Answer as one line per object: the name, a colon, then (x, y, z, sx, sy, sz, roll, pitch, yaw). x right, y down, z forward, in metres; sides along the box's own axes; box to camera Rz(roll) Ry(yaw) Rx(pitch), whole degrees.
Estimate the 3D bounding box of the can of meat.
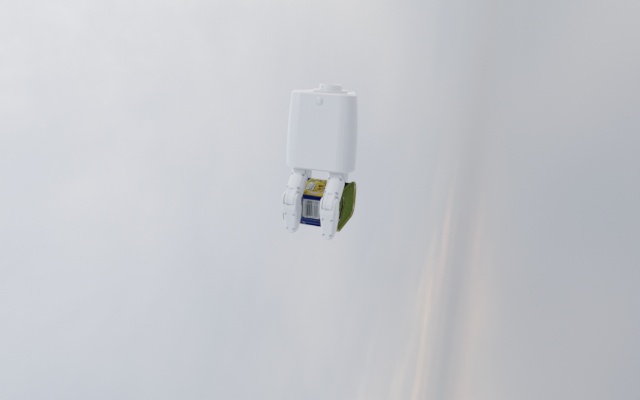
can of meat: (0.000, 0.002, 0.715, 0.084, 0.057, 0.102, 8, 20, 17)
